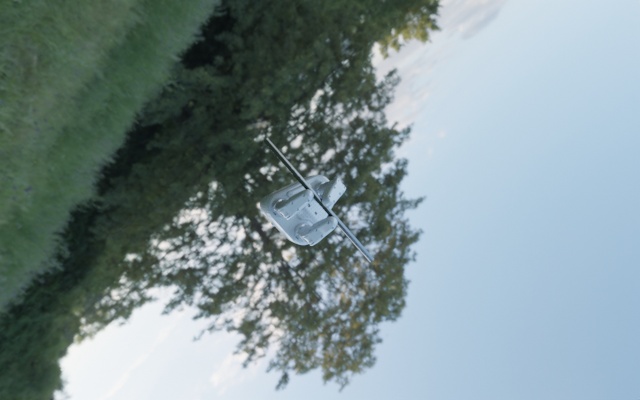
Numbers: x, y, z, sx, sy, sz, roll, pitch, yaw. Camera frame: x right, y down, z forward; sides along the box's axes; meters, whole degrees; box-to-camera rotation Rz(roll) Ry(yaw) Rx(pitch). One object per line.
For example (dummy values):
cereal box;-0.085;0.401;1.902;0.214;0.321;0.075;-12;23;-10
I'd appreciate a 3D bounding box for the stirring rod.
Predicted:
stirring rod;0.000;0.002;0.698;0.011;0.239;0.011;-39;12;10
